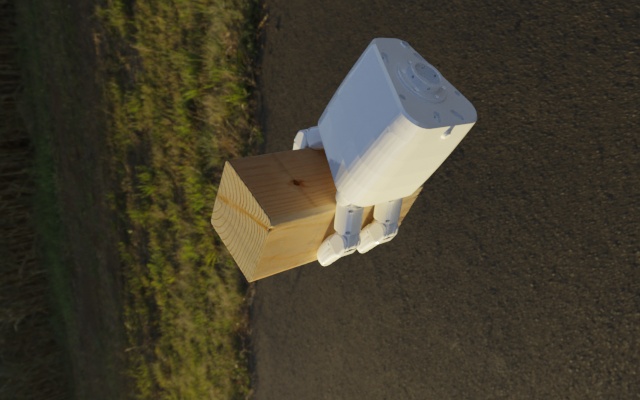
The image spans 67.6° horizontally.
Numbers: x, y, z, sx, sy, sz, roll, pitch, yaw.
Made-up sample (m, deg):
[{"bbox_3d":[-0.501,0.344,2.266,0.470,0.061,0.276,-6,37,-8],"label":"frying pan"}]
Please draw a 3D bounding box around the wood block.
[{"bbox_3d":[0.000,0.001,0.522,0.206,0.090,0.090,-13,51,-37],"label":"wood block"}]
